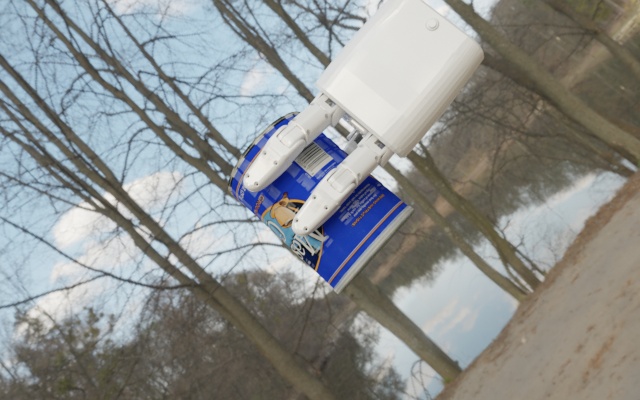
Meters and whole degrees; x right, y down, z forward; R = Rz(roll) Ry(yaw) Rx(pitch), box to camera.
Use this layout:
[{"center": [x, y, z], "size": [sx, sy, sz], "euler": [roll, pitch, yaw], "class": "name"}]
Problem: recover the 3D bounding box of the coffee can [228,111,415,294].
[{"center": [0.000, 0.002, 0.443], "size": [0.140, 0.103, 0.103], "euler": [42, 9, 10], "class": "coffee can"}]
